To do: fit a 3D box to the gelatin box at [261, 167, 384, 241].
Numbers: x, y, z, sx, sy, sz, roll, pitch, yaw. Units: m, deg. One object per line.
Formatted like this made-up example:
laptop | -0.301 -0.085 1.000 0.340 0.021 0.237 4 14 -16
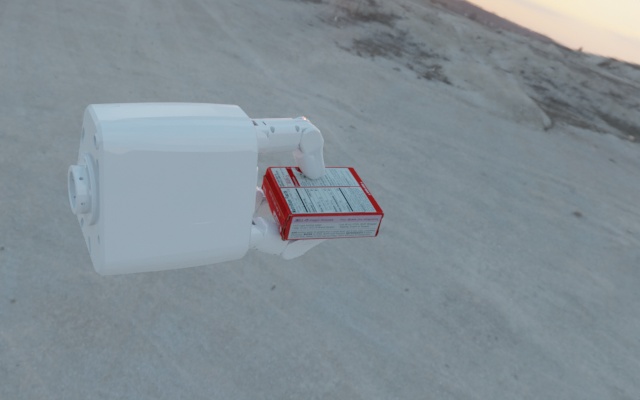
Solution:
gelatin box | 0.000 0.001 0.419 0.089 0.030 0.073 -2 36 -22
